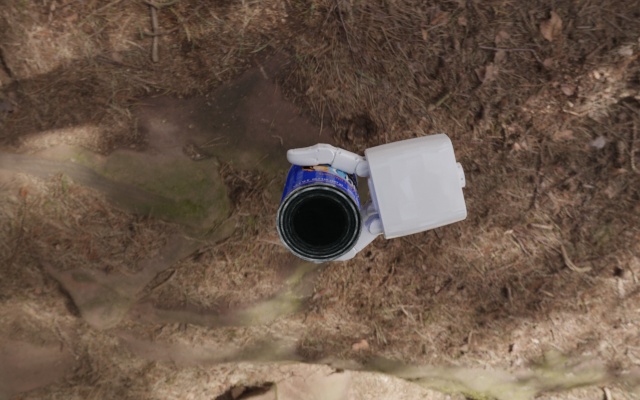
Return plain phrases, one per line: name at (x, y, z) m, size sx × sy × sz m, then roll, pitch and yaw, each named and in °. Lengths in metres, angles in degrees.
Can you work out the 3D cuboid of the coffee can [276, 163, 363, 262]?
coffee can at (0.000, 0.002, 0.623) m, size 0.103 × 0.103 × 0.140 m, roll 0°, pitch 22°, yaw 1°
